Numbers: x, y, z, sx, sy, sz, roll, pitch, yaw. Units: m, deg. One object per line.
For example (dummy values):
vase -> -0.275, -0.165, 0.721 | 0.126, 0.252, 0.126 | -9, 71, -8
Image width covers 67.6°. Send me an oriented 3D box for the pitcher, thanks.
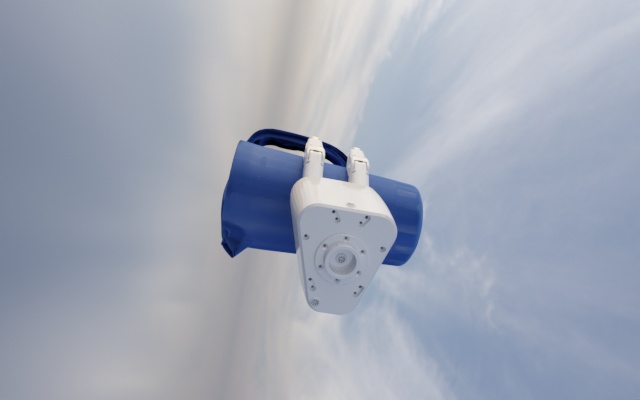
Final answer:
pitcher -> 0.000, 0.002, 0.612 | 0.243, 0.149, 0.145 | 11, 13, -7
